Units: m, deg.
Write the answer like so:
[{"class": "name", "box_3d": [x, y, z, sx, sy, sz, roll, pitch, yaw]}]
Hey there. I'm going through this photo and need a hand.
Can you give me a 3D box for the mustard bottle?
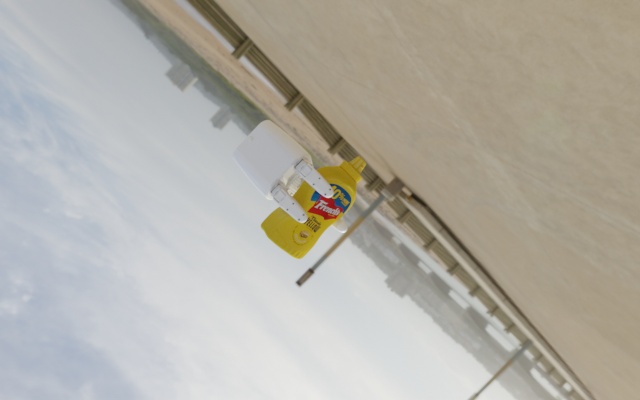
[{"class": "mustard bottle", "box_3d": [0.000, 0.003, 0.769, 0.096, 0.191, 0.058, 43, 3, -41]}]
